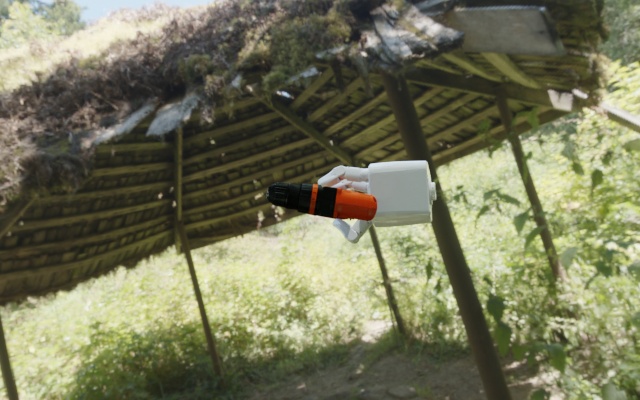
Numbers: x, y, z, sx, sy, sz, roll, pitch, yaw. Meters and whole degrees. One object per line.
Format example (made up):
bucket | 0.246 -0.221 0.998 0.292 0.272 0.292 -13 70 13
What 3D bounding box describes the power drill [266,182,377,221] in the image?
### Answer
power drill | 0.000 0.003 0.859 0.184 0.057 0.187 10 0 -1
